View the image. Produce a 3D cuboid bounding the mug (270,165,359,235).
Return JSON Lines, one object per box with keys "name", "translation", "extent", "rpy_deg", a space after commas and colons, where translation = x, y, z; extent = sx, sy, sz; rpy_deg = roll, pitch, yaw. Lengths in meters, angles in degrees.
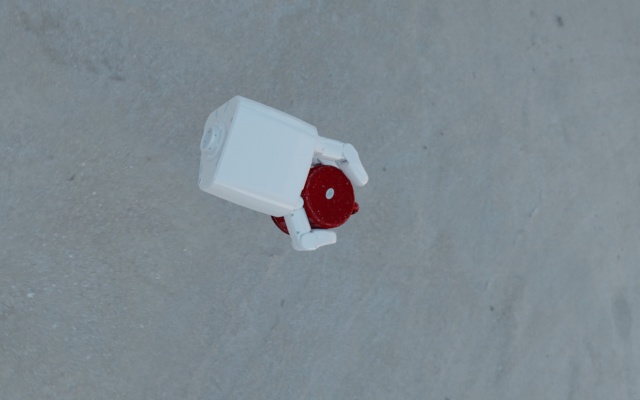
{"name": "mug", "translation": [0.001, 0.003, 0.635], "extent": [0.117, 0.093, 0.081], "rpy_deg": [18, -18, -33]}
